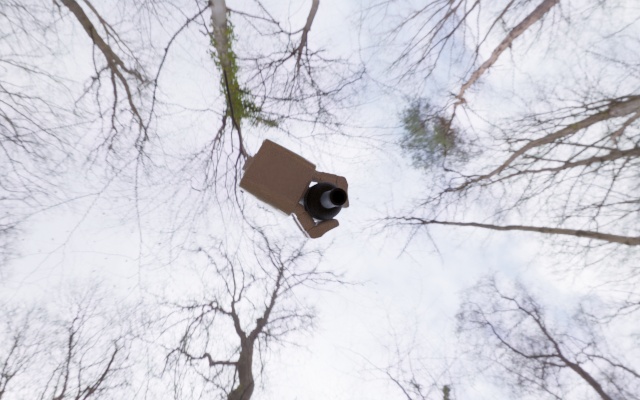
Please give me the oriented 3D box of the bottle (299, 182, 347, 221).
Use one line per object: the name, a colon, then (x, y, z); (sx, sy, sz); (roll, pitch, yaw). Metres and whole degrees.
bottle: (0.000, 0.003, 0.859); (0.069, 0.069, 0.296); (0, -3, -11)
